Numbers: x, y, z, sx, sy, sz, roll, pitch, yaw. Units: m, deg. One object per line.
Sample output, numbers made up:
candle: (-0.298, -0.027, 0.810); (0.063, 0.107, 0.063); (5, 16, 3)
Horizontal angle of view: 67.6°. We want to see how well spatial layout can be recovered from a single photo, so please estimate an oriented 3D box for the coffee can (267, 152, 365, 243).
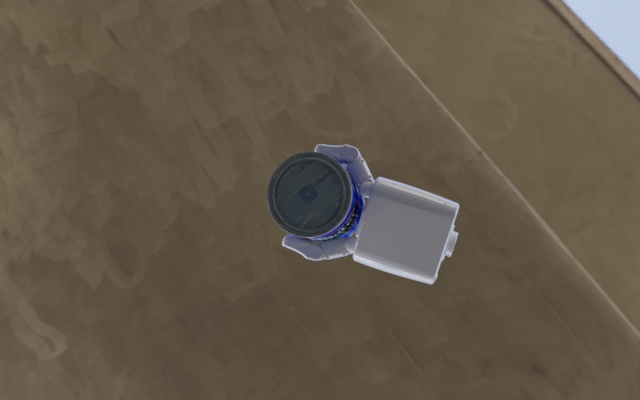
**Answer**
coffee can: (0.000, 0.002, 0.627); (0.103, 0.103, 0.140); (0, -8, 12)
